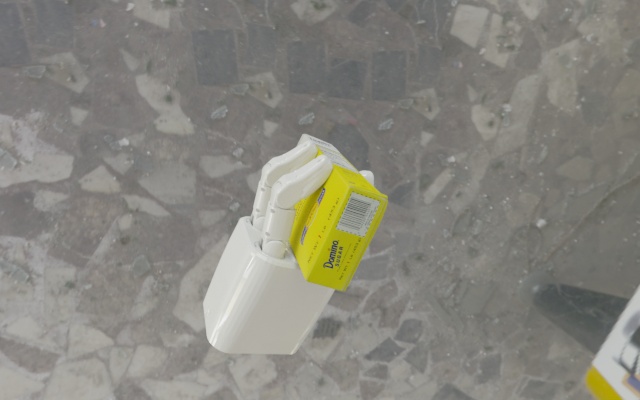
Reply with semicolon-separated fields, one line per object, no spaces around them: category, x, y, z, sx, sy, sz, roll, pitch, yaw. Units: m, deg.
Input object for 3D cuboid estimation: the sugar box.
sugar box;0.000;0.002;0.471;0.048;0.093;0.176;19;15;-24
